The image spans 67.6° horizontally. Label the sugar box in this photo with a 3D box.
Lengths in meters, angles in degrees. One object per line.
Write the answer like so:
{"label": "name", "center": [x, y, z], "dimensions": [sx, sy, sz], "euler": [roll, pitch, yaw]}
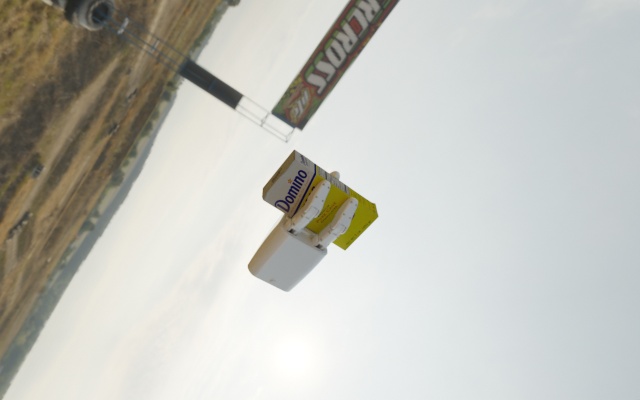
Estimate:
{"label": "sugar box", "center": [0.000, 0.003, 0.790], "dimensions": [0.176, 0.093, 0.048], "euler": [31, 25, -22]}
